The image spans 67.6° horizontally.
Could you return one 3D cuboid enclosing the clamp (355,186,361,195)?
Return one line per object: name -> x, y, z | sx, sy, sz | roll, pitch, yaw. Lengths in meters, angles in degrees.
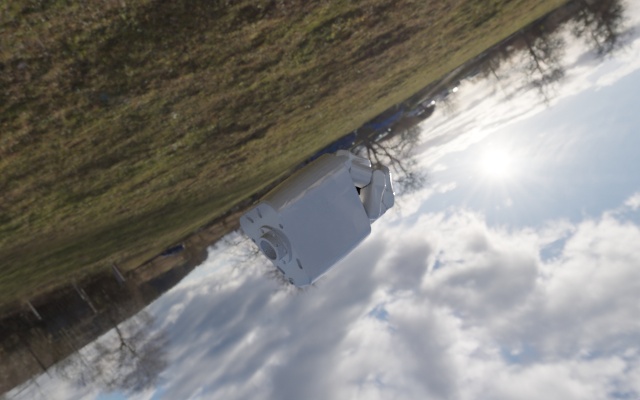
clamp -> 0.001, 0.003, 0.644 | 0.120, 0.039, 0.171 | -37, 5, -34
